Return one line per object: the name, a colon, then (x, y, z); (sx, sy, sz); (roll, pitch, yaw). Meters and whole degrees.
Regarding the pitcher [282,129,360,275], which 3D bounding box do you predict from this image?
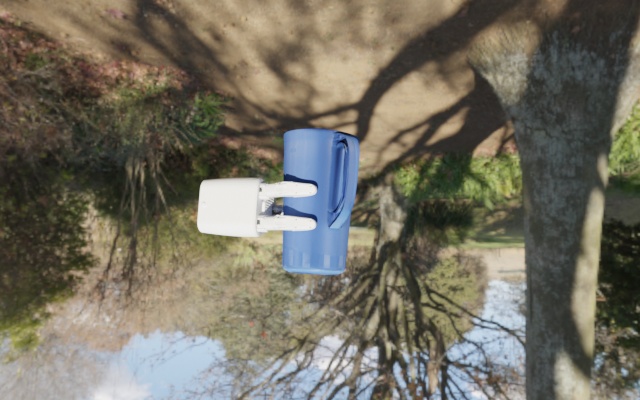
pitcher: (0.000, 0.003, 0.818); (0.145, 0.243, 0.149); (2, -6, 13)
